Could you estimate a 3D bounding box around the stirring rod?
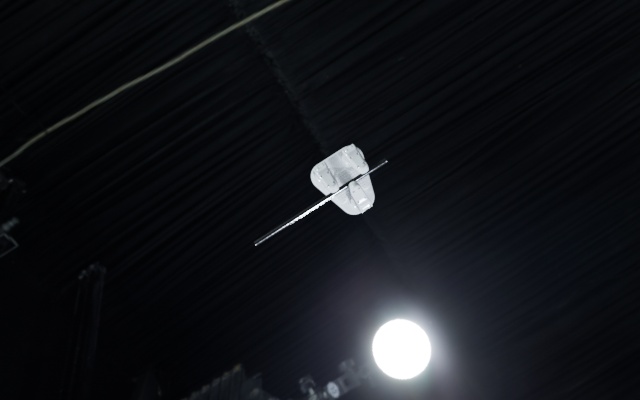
[{"bbox_3d":[0.000,0.002,0.739,0.239,0.011,0.011,-33,0,0],"label":"stirring rod"}]
